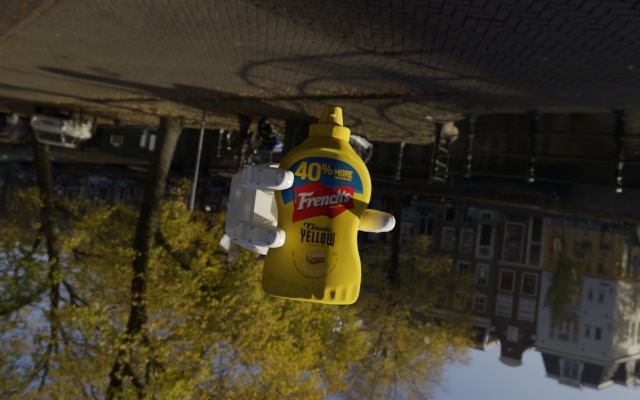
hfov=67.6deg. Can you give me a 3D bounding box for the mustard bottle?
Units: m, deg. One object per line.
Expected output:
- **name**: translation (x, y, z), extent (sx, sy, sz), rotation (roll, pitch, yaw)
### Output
- **mustard bottle**: translation (0.000, 0.002, 0.475), extent (0.096, 0.191, 0.058), rotation (7, -3, -3)
